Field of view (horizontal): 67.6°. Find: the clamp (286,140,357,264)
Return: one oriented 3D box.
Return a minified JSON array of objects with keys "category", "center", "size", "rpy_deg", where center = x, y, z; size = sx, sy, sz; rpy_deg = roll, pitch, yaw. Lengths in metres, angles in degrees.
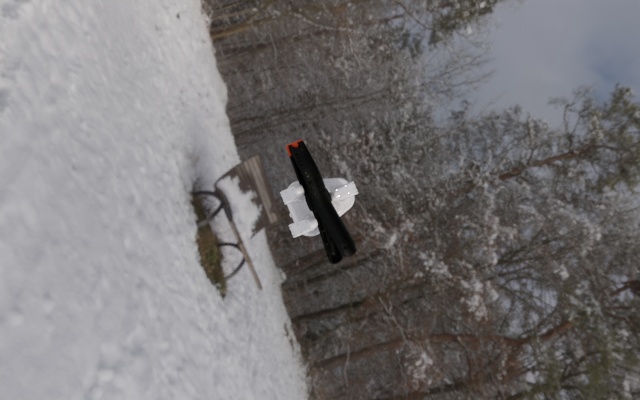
[{"category":"clamp","center":[0.001,0.002,0.740],"size":[0.036,0.210,0.164],"rpy_deg":[-22,-2,-10]}]
